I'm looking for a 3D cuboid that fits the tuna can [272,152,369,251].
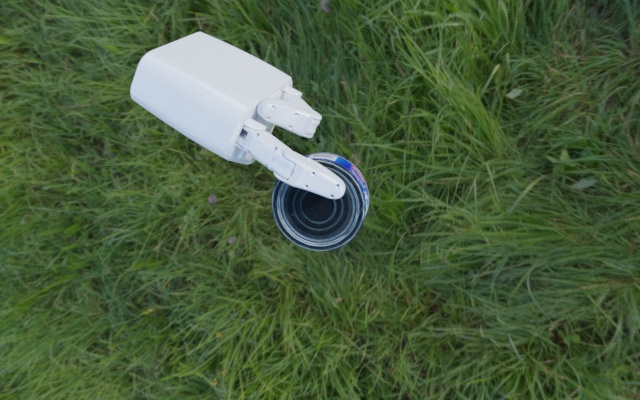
[{"bbox_3d":[0.000,0.002,0.431,0.086,0.086,0.033,0,15,10],"label":"tuna can"}]
